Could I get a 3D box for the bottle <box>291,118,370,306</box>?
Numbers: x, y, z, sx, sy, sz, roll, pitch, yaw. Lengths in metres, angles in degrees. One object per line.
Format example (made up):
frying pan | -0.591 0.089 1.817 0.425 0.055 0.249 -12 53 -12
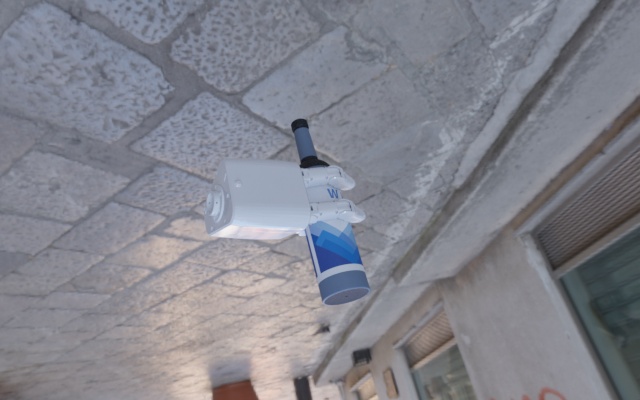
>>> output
bottle | 0.000 0.003 0.703 0.069 0.295 0.069 -12 -27 -6
